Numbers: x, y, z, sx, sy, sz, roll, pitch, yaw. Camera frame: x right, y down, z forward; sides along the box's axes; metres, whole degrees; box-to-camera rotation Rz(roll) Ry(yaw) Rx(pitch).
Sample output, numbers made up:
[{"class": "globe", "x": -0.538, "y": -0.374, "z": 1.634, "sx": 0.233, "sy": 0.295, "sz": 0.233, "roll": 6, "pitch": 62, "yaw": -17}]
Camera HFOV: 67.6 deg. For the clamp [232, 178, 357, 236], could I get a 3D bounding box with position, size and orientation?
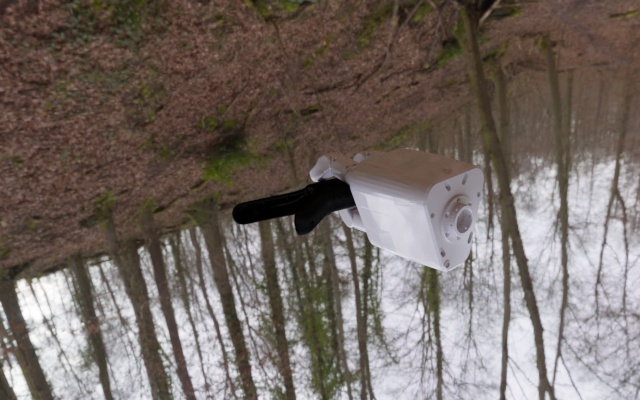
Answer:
[{"class": "clamp", "x": 0.000, "y": 0.002, "z": 0.538, "sx": 0.171, "sy": 0.039, "sz": 0.120, "roll": -20, "pitch": 24, "yaw": -32}]
